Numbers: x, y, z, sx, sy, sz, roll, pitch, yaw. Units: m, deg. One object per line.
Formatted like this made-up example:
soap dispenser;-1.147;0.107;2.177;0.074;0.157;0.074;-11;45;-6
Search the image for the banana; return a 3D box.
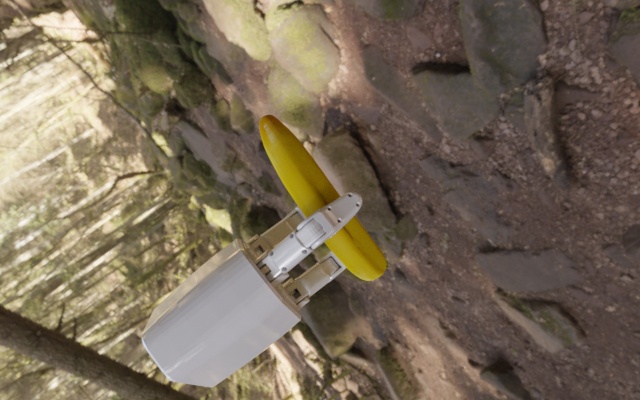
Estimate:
banana;0.005;0.008;0.435;0.037;0.198;0.069;-37;17;1
